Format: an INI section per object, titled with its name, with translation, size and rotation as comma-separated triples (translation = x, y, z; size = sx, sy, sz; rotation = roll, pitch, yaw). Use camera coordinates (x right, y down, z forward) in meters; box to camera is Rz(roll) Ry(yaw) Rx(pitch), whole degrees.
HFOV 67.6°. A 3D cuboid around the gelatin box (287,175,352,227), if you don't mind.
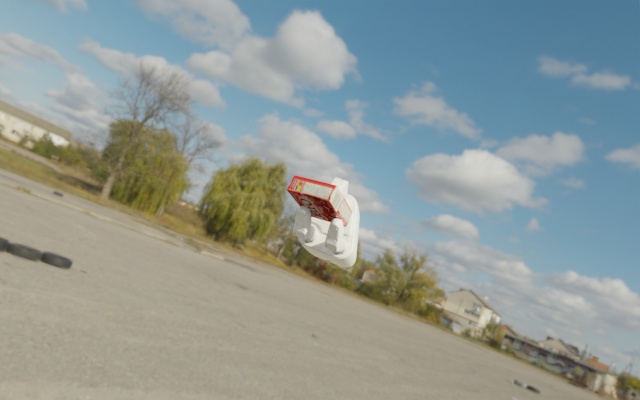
[gelatin box]
translation = 0.000, 0.002, 0.716
size = 0.073, 0.030, 0.089
rotation = 16, -21, 27
